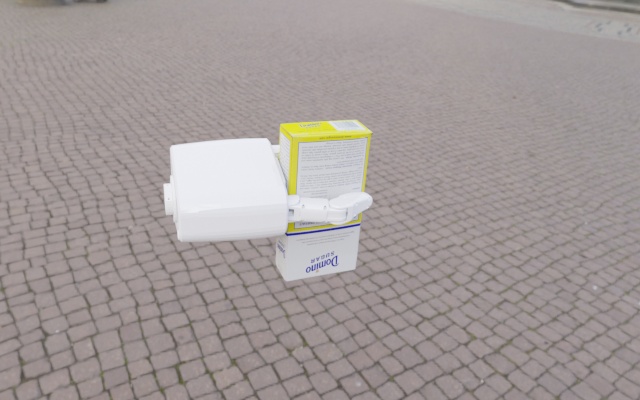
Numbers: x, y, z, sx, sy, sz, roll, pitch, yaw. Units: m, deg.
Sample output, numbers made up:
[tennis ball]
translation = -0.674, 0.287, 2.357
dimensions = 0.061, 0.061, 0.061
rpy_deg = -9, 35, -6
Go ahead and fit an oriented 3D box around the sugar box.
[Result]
[sugar box]
translation = 0.000, 0.001, 0.536
dimensions = 0.093, 0.176, 0.048
rpy_deg = -6, 31, -22
